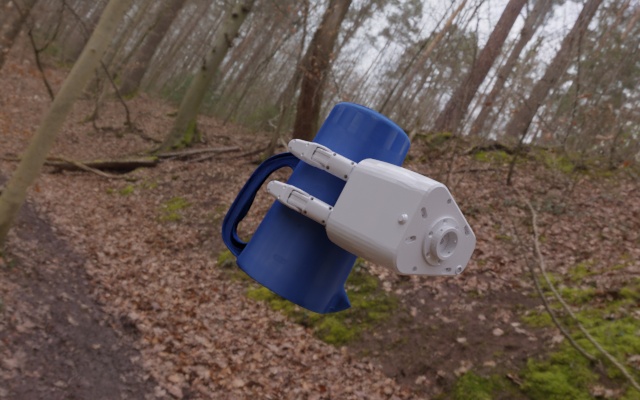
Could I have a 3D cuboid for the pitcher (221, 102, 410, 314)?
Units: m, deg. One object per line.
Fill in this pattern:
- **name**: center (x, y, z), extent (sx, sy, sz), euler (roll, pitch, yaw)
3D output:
- **pitcher**: center (0.000, 0.002, 0.592), extent (0.149, 0.243, 0.145), euler (31, -4, -37)
